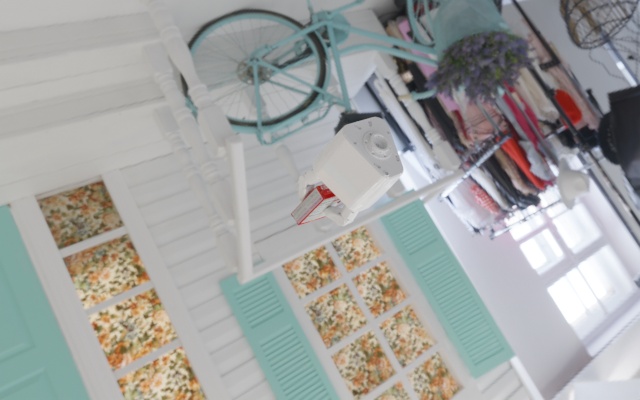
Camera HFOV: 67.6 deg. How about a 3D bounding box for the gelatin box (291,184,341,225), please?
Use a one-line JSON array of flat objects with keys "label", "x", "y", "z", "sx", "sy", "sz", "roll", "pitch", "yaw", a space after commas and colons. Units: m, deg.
[{"label": "gelatin box", "x": 0.000, "y": 0.003, "z": 0.850, "sx": 0.073, "sy": 0.030, "sz": 0.089, "roll": -16, "pitch": -23, "yaw": -47}]
